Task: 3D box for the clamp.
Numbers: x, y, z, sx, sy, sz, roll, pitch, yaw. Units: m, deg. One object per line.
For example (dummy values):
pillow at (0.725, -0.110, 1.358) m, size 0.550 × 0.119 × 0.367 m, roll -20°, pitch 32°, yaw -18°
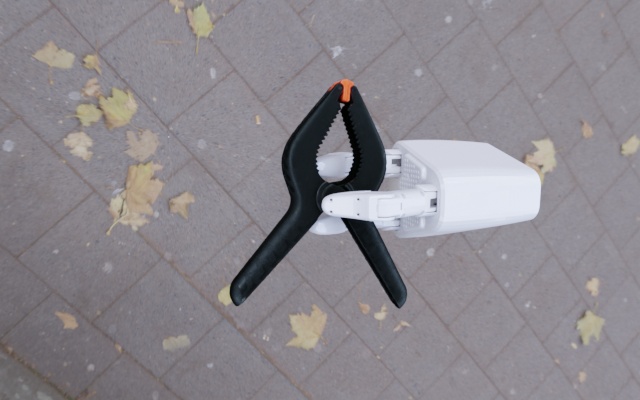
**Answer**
clamp at (0.000, 0.001, 0.420) m, size 0.164 × 0.210 × 0.036 m, roll -3°, pitch 8°, yaw -15°
